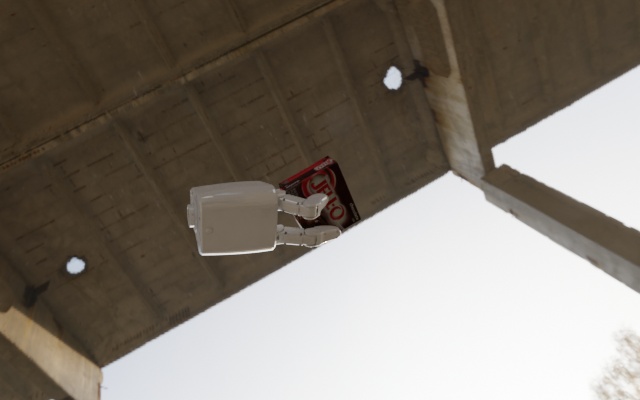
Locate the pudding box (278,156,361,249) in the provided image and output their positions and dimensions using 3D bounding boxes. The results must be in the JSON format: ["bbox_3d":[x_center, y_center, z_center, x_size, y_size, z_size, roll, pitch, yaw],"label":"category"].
[{"bbox_3d":[0.000,0.002,0.719,0.090,0.114,0.039,-30,33,-9],"label":"pudding box"}]
